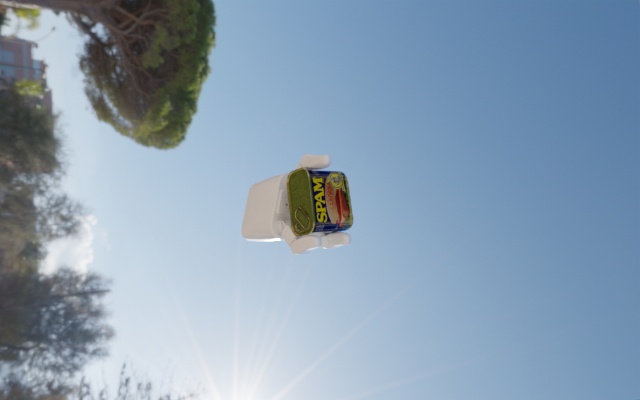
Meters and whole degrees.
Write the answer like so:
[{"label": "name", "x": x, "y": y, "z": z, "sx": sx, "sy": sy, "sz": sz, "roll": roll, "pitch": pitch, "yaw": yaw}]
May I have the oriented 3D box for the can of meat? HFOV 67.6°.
[{"label": "can of meat", "x": 0.000, "y": 0.002, "z": 0.746, "sx": 0.084, "sy": 0.102, "sz": 0.057, "roll": -1, "pitch": -10, "yaw": -39}]
